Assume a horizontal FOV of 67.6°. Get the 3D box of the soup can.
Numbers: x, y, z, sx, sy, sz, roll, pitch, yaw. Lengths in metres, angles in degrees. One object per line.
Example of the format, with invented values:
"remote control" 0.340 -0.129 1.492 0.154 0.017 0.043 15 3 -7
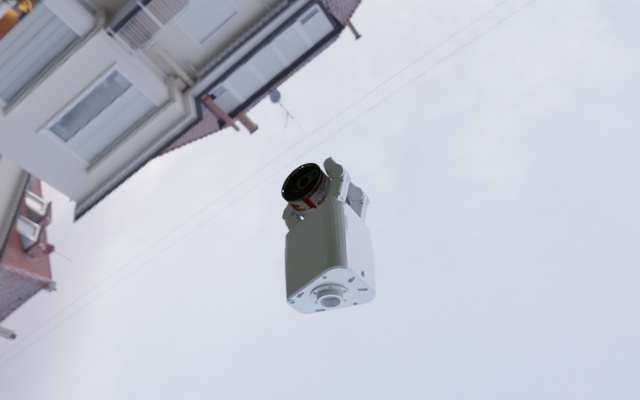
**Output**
"soup can" 0.000 0.002 0.695 0.068 0.068 0.102 0 -34 42
